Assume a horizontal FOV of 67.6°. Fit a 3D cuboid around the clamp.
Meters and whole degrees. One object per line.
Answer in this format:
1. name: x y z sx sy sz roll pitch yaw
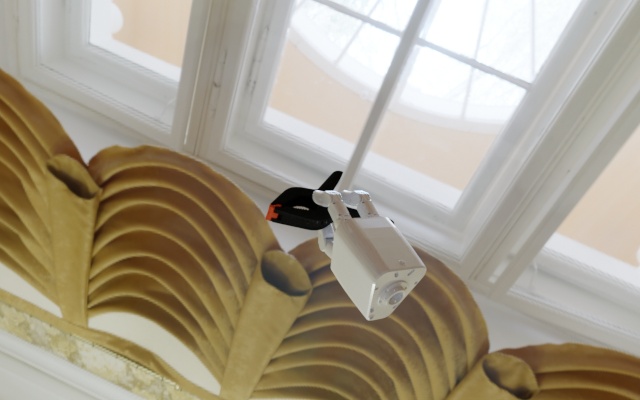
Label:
1. clamp: 0.000 0.003 0.790 0.210 0.036 0.164 -2 37 -32
